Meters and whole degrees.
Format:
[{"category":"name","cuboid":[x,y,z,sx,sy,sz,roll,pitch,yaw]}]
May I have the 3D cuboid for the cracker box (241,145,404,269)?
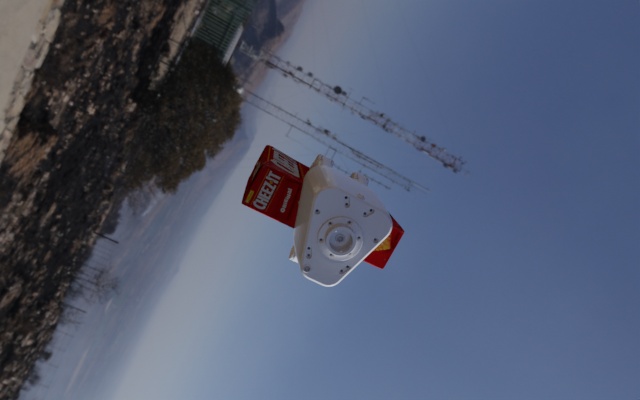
[{"category":"cracker box","cuboid":[0.000,0.003,0.701,0.214,0.072,0.164,27,10,-11]}]
